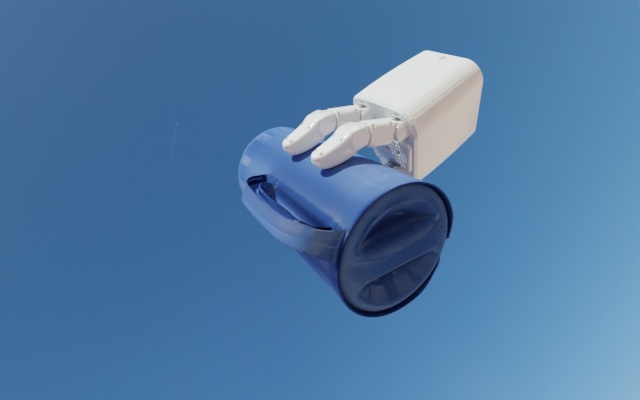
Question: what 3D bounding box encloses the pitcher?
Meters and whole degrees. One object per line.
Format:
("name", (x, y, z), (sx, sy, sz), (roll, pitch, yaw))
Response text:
("pitcher", (0.000, 0.002, 0.499), (0.145, 0.149, 0.242), (-39, 39, -14))
